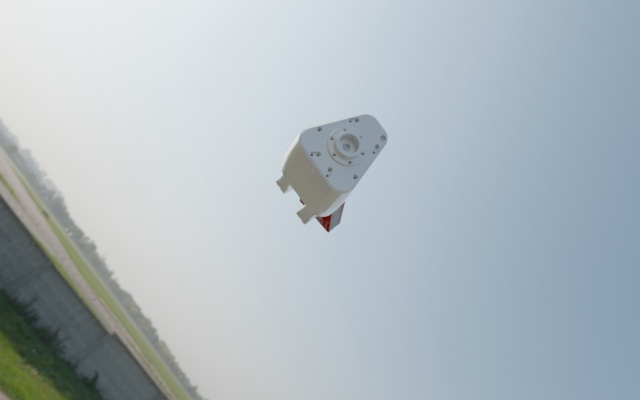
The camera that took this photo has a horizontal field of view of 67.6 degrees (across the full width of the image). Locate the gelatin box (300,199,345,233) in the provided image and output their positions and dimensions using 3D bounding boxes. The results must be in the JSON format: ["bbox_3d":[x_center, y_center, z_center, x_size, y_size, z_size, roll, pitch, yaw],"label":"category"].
[{"bbox_3d":[0.000,0.002,0.739,0.030,0.073,0.089,-38,-16,-16],"label":"gelatin box"}]
